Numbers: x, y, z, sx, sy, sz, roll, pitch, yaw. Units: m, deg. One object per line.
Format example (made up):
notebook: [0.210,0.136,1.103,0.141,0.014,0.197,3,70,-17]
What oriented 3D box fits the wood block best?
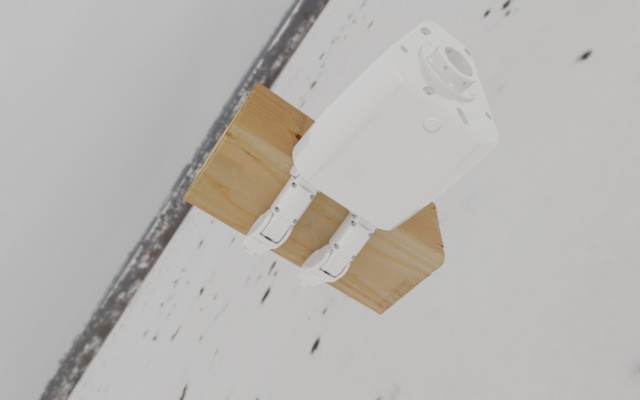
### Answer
wood block: [0.000,0.001,0.428,0.206,0.090,0.090,33,31,-15]
